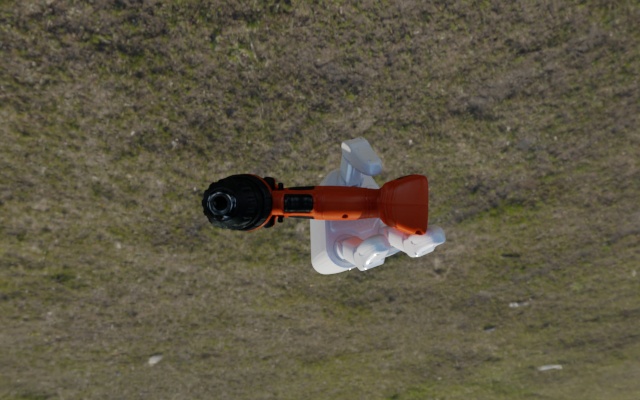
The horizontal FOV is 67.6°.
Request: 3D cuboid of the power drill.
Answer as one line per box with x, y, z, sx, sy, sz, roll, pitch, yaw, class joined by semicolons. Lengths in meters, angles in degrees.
0.001;0.002;0.440;0.187;0.057;0.184;2;3;4;power drill
